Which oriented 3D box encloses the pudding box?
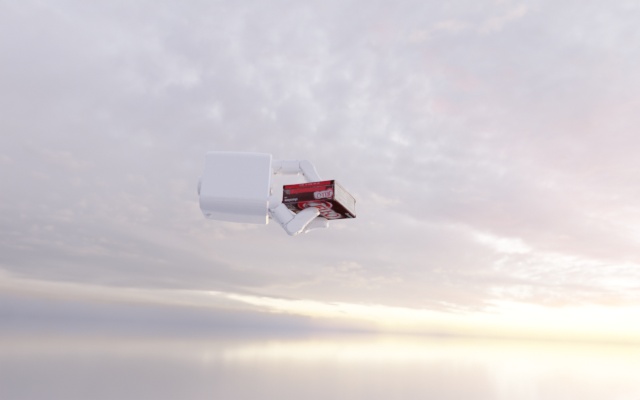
[{"bbox_3d":[0.000,0.002,0.783,0.090,0.039,0.113,-4,-16,21],"label":"pudding box"}]
